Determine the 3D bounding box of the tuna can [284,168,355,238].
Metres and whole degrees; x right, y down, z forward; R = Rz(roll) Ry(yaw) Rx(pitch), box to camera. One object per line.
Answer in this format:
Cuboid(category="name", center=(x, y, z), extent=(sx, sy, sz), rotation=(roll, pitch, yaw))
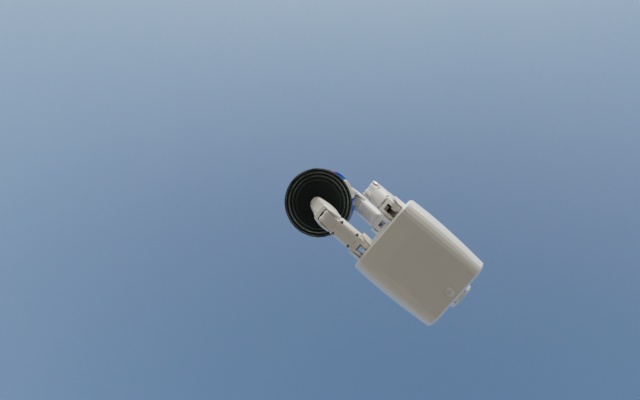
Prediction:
Cuboid(category="tuna can", center=(0.000, 0.002, 0.604), extent=(0.086, 0.086, 0.034), rotation=(0, 4, 13))
